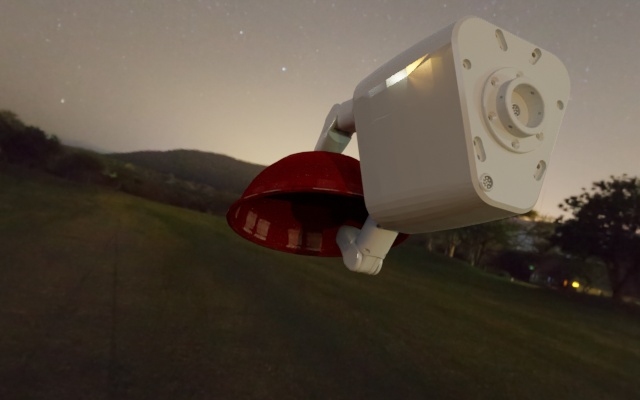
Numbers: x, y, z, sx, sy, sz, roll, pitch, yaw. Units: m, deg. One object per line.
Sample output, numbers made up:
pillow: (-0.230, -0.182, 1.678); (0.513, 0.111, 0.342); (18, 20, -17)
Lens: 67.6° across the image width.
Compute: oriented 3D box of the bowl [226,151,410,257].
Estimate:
bowl: (-0.001, 0.001, 0.430); (0.162, 0.055, 0.162); (3, -24, 1)
